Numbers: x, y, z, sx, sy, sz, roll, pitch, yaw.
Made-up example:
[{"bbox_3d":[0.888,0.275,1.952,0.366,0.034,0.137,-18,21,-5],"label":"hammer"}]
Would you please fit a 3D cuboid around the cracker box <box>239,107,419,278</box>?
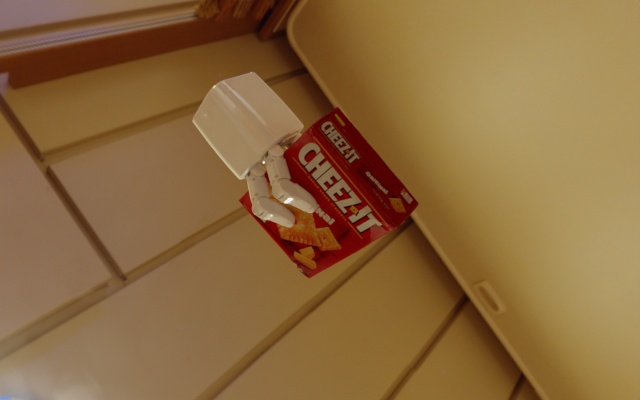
[{"bbox_3d":[0.000,0.002,0.661,0.072,0.164,0.214,-43,3,-42],"label":"cracker box"}]
